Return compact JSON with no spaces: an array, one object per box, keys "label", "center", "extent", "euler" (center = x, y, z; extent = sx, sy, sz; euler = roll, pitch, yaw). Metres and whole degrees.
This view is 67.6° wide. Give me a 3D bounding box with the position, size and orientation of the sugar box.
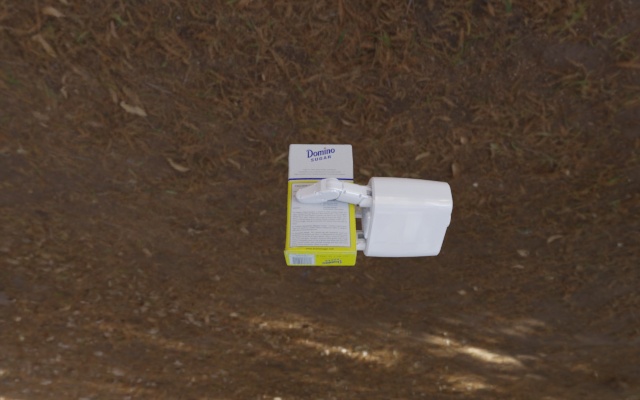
[{"label":"sugar box","center":[0.000,0.003,0.662],"extent":[0.093,0.176,0.048],"euler":[1,-35,0]}]
